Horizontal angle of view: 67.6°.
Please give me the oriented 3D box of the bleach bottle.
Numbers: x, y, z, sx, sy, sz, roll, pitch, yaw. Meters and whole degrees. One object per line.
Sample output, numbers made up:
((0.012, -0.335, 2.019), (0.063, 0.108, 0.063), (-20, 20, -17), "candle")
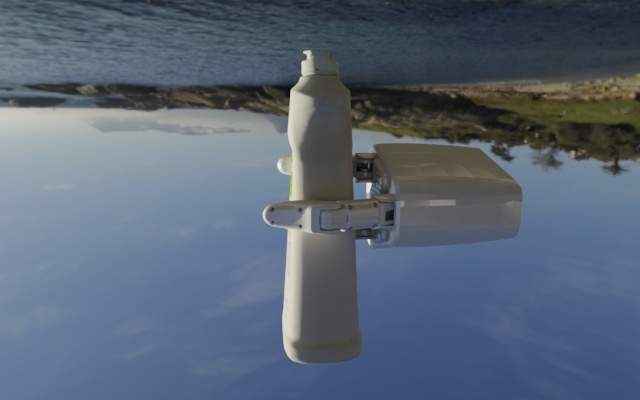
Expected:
((0.000, 0.001, 0.411), (0.068, 0.251, 0.102), (-1, 11, -7), "bleach bottle")
